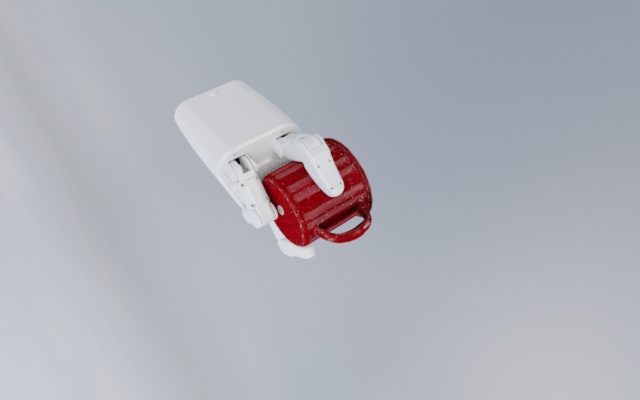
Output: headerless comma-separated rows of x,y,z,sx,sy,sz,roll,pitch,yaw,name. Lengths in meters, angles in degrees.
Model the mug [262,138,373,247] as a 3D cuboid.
0.001,0.003,0.482,0.081,0.093,0.117,-30,54,-22,mug
